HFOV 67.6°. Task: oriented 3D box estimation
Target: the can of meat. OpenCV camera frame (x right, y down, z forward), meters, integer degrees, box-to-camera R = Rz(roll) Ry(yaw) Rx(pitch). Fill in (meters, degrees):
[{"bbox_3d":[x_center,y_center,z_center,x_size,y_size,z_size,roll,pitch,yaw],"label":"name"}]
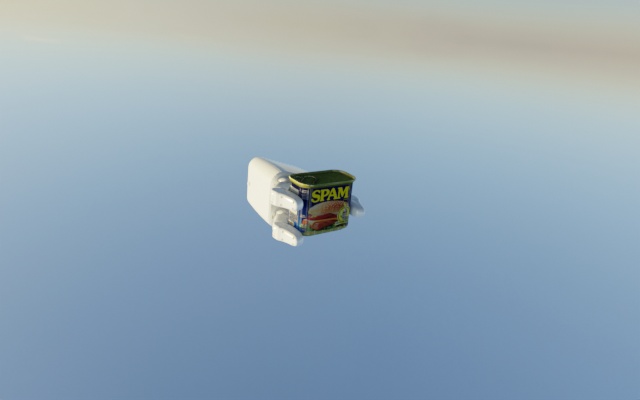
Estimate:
[{"bbox_3d":[0.000,0.003,0.741,0.102,0.084,0.057,-8,25,-33],"label":"can of meat"}]
